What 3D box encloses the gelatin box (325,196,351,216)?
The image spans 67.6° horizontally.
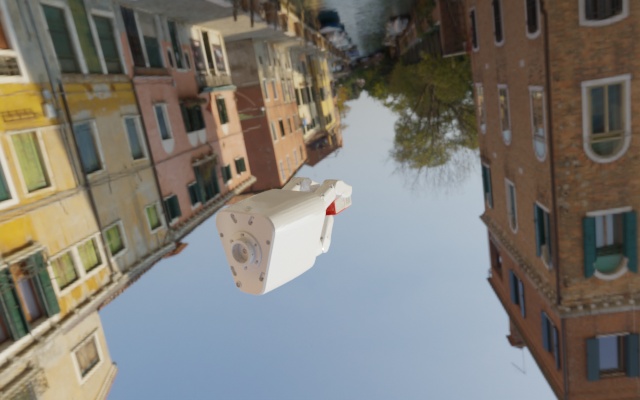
[{"bbox_3d":[0.000,0.003,0.731,0.073,0.030,0.089,-3,8,20],"label":"gelatin box"}]
